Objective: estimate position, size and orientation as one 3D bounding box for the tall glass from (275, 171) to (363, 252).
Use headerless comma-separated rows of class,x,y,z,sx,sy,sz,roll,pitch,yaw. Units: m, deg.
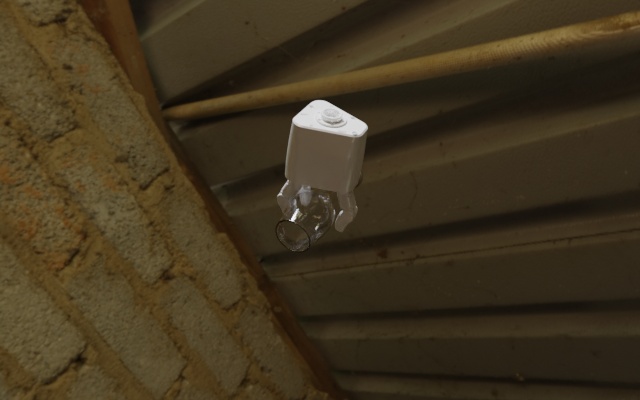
tall glass,0.000,0.002,0.807,0.079,0.079,0.201,0,33,31
